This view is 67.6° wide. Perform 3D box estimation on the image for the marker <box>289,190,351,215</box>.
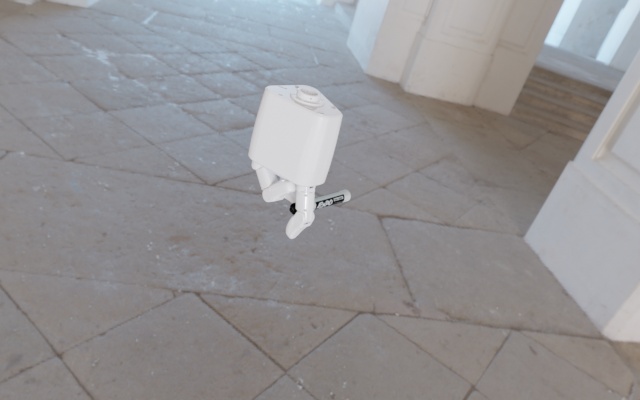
[{"bbox_3d":[0.000,0.002,0.732,0.121,0.020,0.020,-15,10,-43],"label":"marker"}]
